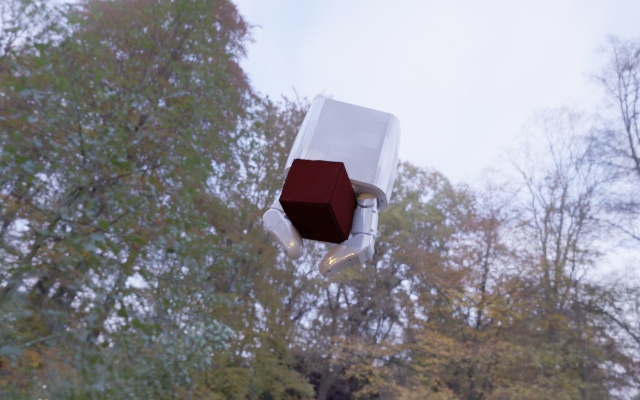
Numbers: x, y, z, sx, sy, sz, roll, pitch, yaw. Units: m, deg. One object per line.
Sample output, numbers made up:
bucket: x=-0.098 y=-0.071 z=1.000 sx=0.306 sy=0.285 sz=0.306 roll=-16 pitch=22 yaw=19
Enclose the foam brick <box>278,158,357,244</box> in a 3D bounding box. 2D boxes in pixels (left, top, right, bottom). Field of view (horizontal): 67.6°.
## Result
foam brick: x=0.000 y=0.001 z=0.472 sx=0.053 sy=0.051 sz=0.078 roll=7 pitch=-29 yaw=20
